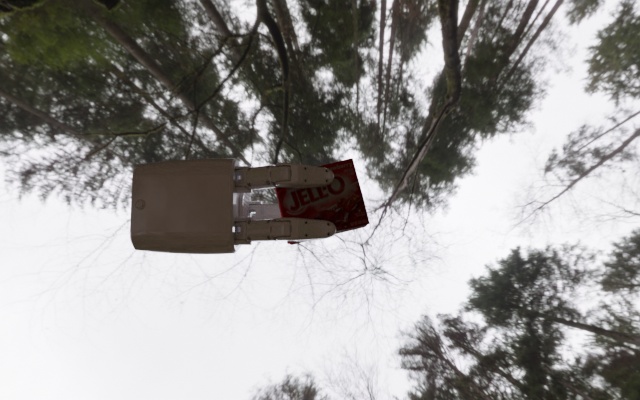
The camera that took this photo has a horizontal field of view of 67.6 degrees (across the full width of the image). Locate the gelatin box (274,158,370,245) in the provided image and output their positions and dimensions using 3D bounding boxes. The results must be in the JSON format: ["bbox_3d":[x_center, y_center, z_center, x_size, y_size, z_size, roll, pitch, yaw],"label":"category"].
[{"bbox_3d":[0.000,0.002,0.508,0.089,0.073,0.030,-13,-8,-5],"label":"gelatin box"}]
